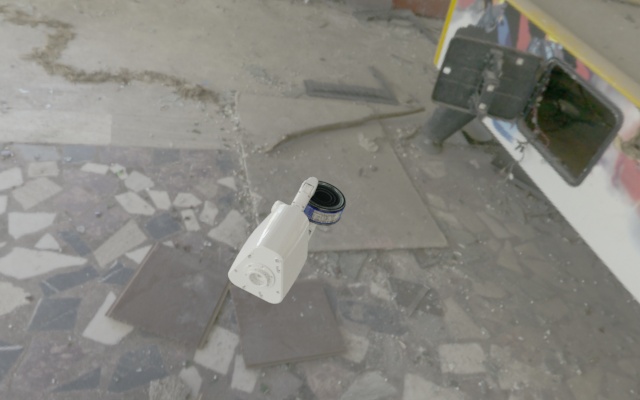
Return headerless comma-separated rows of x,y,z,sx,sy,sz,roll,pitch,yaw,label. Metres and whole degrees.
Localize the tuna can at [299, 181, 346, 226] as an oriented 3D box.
0.000,0.002,0.830,0.086,0.034,0.086,14,36,-10,tuna can
